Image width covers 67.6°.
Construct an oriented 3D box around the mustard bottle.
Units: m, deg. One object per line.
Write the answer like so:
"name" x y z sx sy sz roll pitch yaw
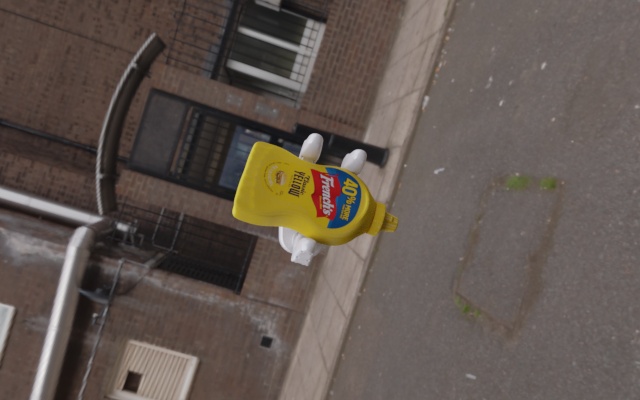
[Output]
"mustard bottle" 0.000 0.002 0.566 0.191 0.096 0.058 18 -30 -6
